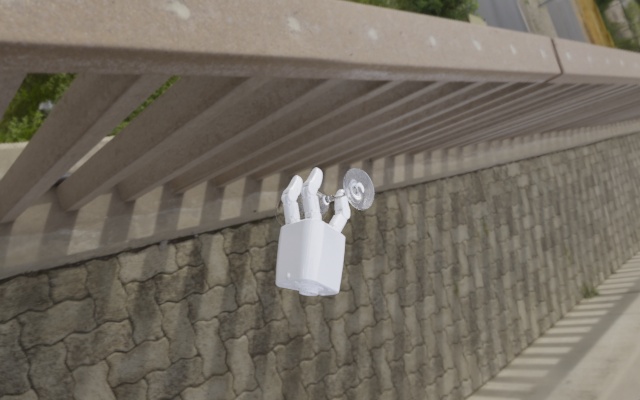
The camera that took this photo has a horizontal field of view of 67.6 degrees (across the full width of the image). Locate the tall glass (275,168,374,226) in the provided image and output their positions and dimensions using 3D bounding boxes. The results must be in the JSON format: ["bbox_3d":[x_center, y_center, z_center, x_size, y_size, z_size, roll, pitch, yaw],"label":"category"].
[{"bbox_3d":[0.001,0.003,0.881,0.079,0.079,0.201,0,-13,-43],"label":"tall glass"}]
